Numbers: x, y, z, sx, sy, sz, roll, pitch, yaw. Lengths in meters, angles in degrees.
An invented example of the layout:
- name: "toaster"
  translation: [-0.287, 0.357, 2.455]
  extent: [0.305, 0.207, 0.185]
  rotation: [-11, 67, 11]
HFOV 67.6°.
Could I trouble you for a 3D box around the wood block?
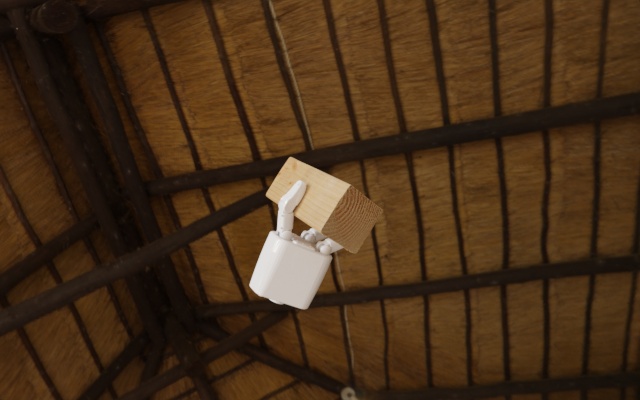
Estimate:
- name: "wood block"
  translation: [0.000, 0.003, 0.845]
  extent: [0.091, 0.090, 0.206]
  rotation: [34, -3, -36]
